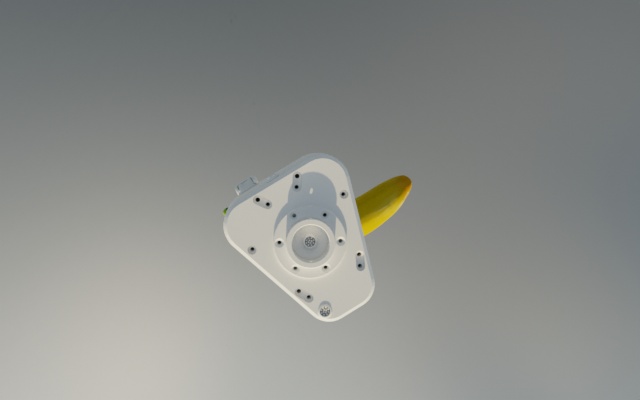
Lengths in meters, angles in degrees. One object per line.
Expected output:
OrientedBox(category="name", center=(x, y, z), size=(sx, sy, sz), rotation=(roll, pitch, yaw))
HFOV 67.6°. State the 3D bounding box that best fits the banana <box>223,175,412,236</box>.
OrientedBox(category="banana", center=(-0.001, 0.019, 0.475), size=(0.198, 0.069, 0.037), rotation=(-9, -24, 1))
